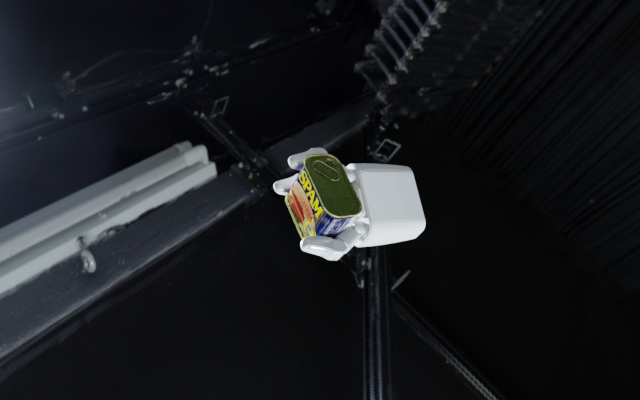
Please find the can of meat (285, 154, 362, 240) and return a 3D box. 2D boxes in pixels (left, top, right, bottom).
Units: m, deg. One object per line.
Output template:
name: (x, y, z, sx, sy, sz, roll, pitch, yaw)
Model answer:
can of meat: (0.000, 0.002, 0.645, 0.057, 0.102, 0.084, -6, -32, -32)
